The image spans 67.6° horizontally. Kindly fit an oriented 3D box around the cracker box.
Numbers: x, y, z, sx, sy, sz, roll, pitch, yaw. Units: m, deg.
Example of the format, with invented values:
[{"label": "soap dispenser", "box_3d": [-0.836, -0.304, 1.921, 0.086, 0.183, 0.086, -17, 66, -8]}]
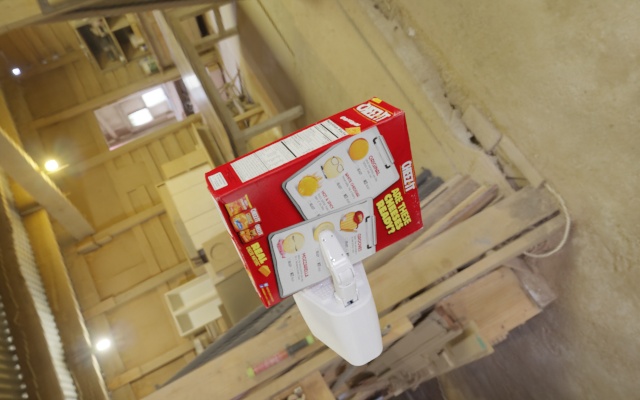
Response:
[{"label": "cracker box", "box_3d": [0.000, 0.002, 0.539, 0.213, 0.164, 0.072, -26, 37, -12]}]
